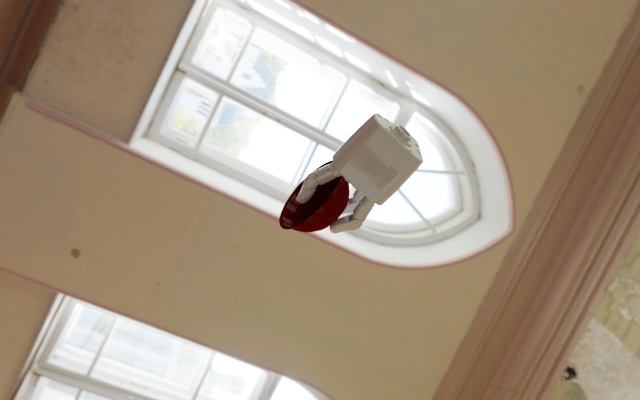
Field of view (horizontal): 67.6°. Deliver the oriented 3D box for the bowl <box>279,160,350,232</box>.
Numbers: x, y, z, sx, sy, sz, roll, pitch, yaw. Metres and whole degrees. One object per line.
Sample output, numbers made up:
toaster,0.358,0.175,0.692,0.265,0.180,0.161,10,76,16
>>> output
bowl,-0.001,0.004,0.862,0.055,0.162,0.162,43,-20,-22
